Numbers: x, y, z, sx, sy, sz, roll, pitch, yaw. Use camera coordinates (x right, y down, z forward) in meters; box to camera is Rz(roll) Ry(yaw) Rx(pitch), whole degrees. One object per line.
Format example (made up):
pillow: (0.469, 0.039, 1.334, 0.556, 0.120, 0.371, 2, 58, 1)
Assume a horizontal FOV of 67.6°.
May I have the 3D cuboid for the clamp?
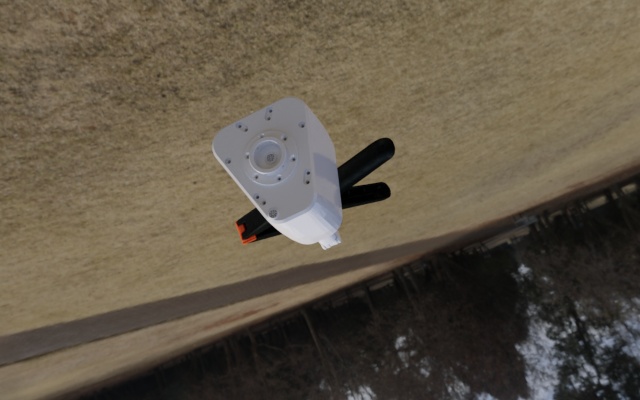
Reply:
clamp: (0.000, 0.003, 0.590, 0.210, 0.036, 0.164, -25, -20, 6)
